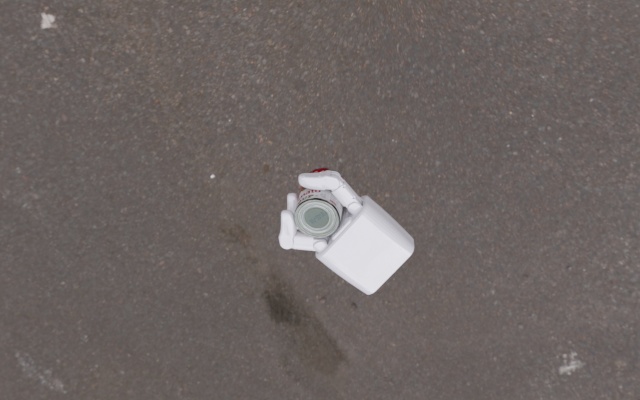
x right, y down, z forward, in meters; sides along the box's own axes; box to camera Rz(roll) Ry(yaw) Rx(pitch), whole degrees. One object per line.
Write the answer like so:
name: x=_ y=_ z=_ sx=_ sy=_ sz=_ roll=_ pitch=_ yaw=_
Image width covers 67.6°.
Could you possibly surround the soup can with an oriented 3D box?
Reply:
soup can: x=0.000 y=0.002 z=0.719 sx=0.068 sy=0.068 sz=0.102 roll=0 pitch=30 yaw=8
